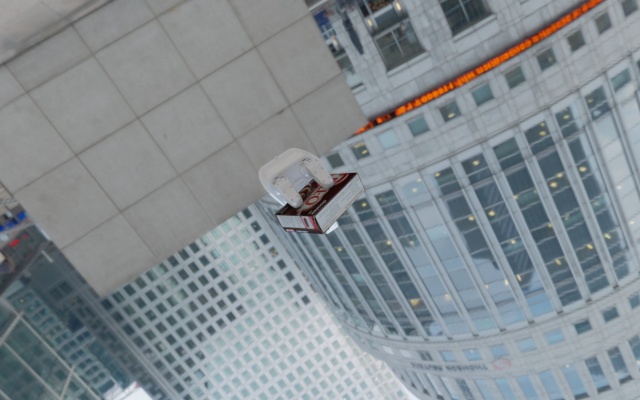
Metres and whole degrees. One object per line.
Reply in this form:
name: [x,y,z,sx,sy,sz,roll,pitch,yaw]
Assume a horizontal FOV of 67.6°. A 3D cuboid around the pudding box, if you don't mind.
pudding box: [0.000,0.002,0.721,0.090,0.039,0.113,-1,37,48]
